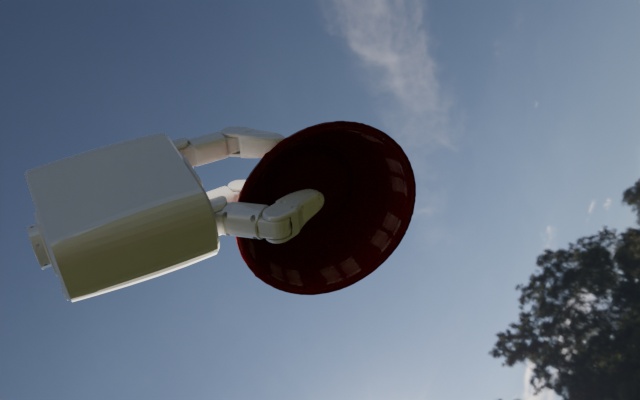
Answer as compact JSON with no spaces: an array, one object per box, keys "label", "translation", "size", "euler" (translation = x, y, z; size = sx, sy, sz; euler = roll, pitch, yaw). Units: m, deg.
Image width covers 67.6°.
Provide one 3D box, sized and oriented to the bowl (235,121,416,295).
[{"label":"bowl","translation":[0.001,0.001,0.419],"size":[0.162,0.162,0.055],"euler":[0,26,-22]}]
